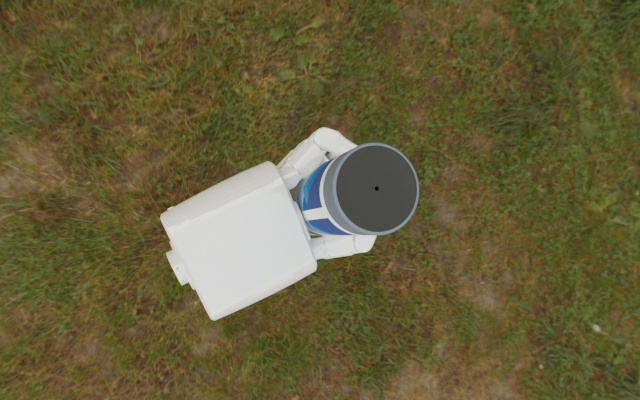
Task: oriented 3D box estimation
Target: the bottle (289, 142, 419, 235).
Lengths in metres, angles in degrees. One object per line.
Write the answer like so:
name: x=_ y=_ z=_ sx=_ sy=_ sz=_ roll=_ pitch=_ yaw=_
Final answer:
bottle: x=0.000 y=0.002 z=0.479 sx=0.069 sy=0.069 sz=0.296 roll=0 pitch=-4 yaw=-16
